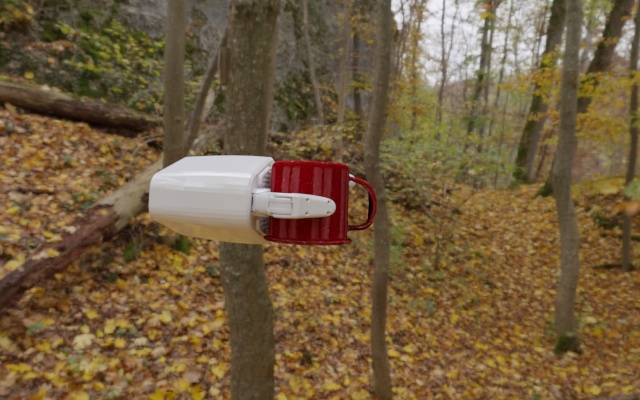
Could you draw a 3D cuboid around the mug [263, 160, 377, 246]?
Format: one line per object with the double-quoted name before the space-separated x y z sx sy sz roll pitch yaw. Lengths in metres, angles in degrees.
"mug" 0.002 0.001 0.498 0.117 0.081 0.093 3 1 6
